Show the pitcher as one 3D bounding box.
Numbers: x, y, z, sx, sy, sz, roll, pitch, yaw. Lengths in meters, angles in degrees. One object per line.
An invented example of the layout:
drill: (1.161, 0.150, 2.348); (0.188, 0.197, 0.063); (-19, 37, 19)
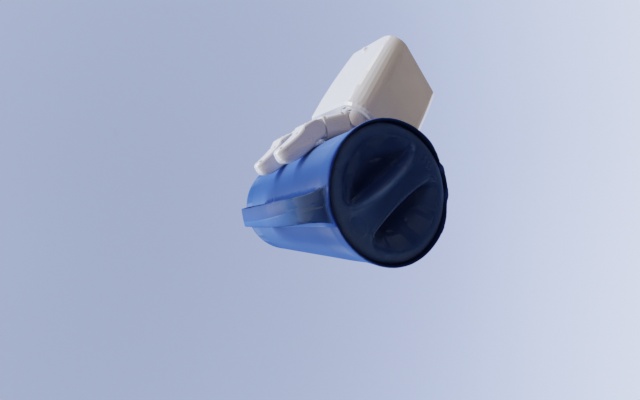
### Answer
pitcher: (0.000, 0.002, 0.515); (0.149, 0.145, 0.243); (37, -21, -22)
